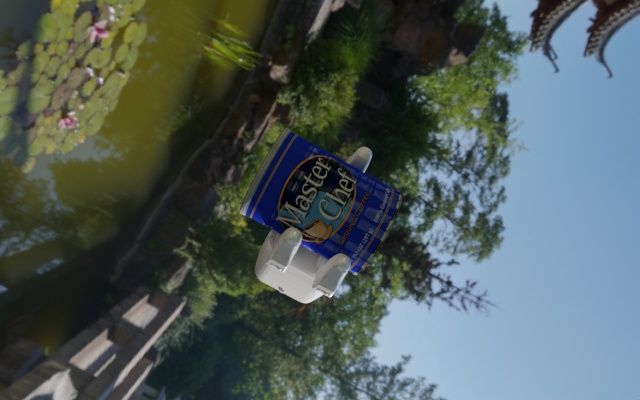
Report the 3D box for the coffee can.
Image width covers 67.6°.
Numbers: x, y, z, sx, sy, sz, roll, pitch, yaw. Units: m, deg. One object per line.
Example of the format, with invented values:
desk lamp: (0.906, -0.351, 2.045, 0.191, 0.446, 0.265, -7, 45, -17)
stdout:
coffee can: (0.000, 0.001, 0.508, 0.140, 0.103, 0.103, 29, -2, -3)
